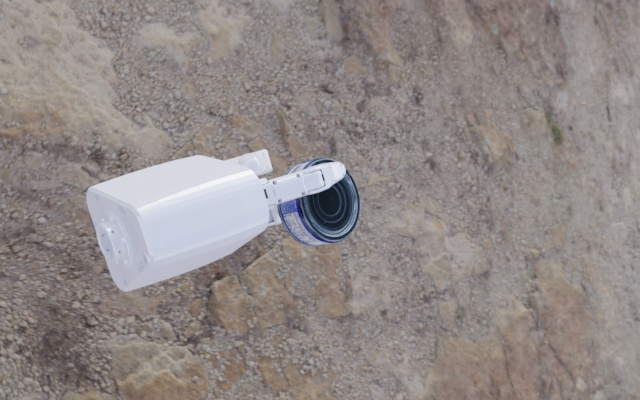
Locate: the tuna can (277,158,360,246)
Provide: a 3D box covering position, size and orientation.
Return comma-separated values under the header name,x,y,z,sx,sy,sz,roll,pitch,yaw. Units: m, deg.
name,x,y,z,sx,sy,sz,roll,pitch,yaw
tuna can,0.001,0.001,0.476,0.086,0.086,0.034,0,-9,-43
